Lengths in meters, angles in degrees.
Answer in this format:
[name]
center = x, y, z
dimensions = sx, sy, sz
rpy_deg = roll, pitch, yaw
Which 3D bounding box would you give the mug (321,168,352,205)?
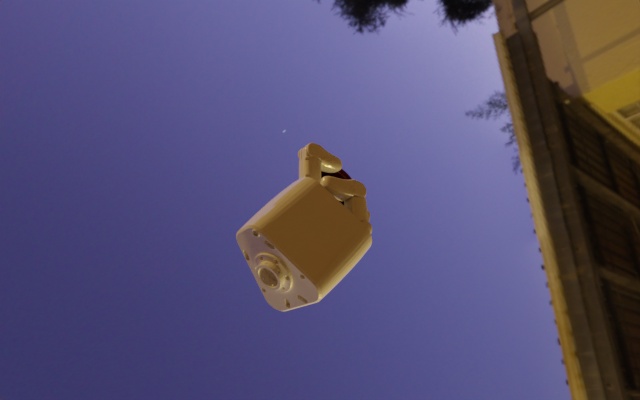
[mug]
center = 0.001, 0.001, 0.645
dimensions = 0.081, 0.093, 0.117
rpy_deg = -28, 10, 44
